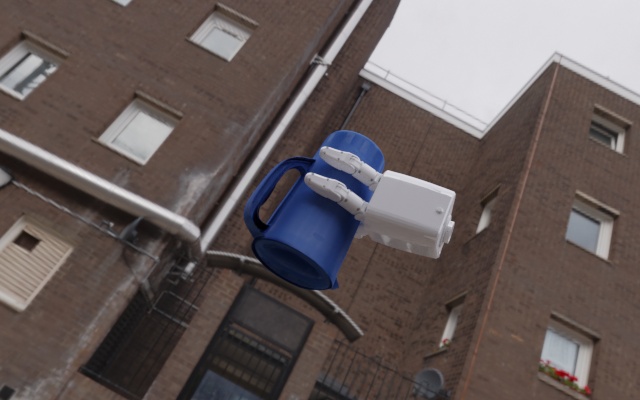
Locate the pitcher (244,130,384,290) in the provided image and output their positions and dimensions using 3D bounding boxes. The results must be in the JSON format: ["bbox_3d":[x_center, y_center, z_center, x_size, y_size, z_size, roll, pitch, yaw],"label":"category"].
[{"bbox_3d":[0.000,0.003,0.736,0.145,0.242,0.149,18,-31,20],"label":"pitcher"}]
